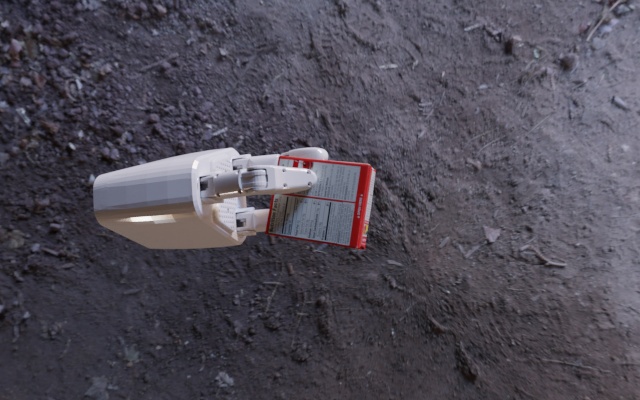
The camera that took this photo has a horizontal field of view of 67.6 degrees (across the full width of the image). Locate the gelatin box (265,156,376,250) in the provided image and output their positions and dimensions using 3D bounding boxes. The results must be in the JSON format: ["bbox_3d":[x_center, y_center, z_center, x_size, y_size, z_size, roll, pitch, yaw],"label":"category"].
[{"bbox_3d":[0.000,0.001,0.427,0.089,0.073,0.030,7,-4,19],"label":"gelatin box"}]
